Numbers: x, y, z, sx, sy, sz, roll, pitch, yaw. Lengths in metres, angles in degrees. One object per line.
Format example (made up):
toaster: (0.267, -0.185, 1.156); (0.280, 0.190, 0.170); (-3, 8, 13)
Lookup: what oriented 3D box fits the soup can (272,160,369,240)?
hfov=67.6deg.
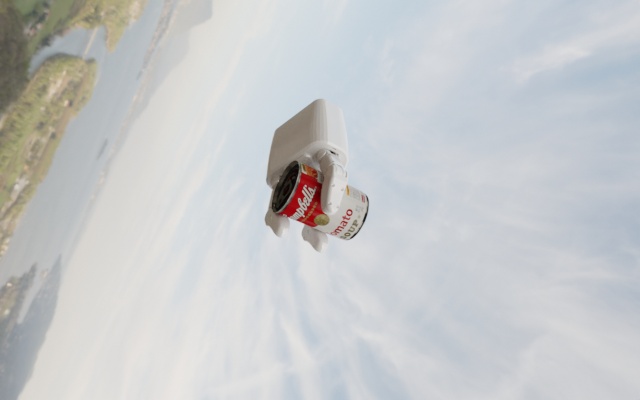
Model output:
soup can: (0.000, 0.002, 0.589); (0.102, 0.068, 0.068); (24, -10, -22)
